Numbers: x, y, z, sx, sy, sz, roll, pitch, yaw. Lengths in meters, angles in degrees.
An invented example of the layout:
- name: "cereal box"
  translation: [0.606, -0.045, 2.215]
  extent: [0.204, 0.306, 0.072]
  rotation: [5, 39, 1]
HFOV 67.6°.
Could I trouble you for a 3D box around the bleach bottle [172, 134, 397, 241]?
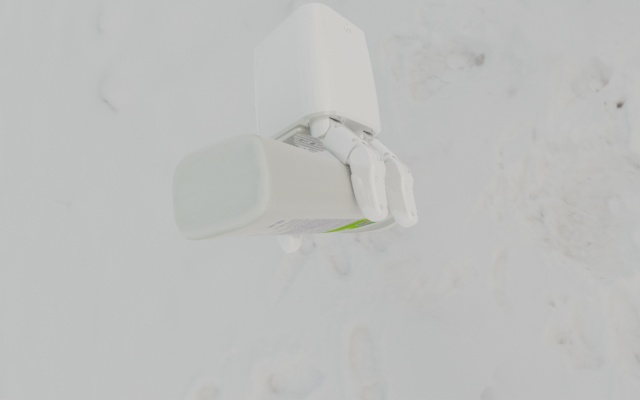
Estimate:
- name: "bleach bottle"
  translation: [0.000, 0.001, 0.432]
  extent: [0.102, 0.068, 0.251]
  rotation: [-14, -13, 34]
